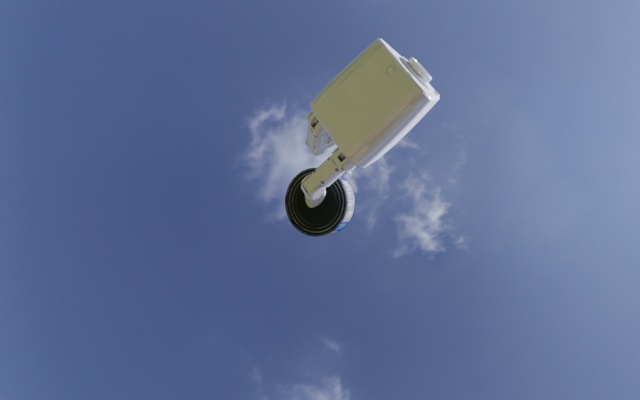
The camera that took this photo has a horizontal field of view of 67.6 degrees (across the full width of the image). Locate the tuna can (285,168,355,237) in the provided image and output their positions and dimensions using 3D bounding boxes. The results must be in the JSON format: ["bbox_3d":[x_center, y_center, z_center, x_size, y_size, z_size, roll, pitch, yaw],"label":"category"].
[{"bbox_3d":[0.000,0.002,0.604,0.086,0.086,0.034,0,0,26],"label":"tuna can"}]
